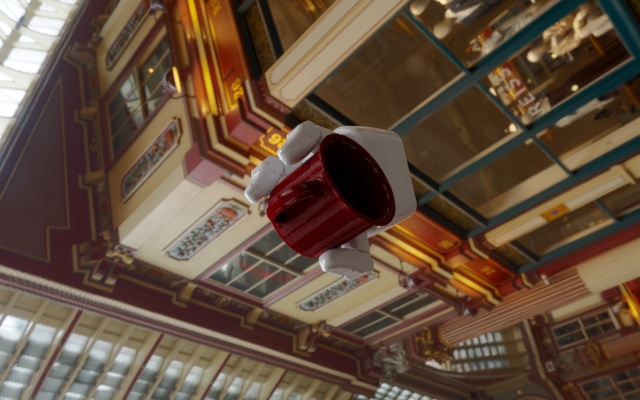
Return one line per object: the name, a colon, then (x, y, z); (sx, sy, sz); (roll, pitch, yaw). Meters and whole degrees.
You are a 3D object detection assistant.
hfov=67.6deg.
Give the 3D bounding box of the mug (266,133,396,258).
mug: (-0.001, 0.002, 0.422); (0.081, 0.093, 0.117); (-36, -16, 33)
